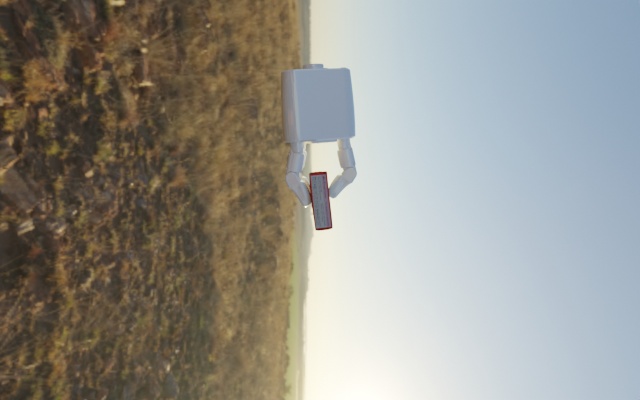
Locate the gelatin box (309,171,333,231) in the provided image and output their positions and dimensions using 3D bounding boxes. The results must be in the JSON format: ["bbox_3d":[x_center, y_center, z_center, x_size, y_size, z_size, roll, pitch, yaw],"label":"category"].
[{"bbox_3d":[0.001,0.003,0.749,0.030,0.089,0.073,-7,-4,0],"label":"gelatin box"}]
